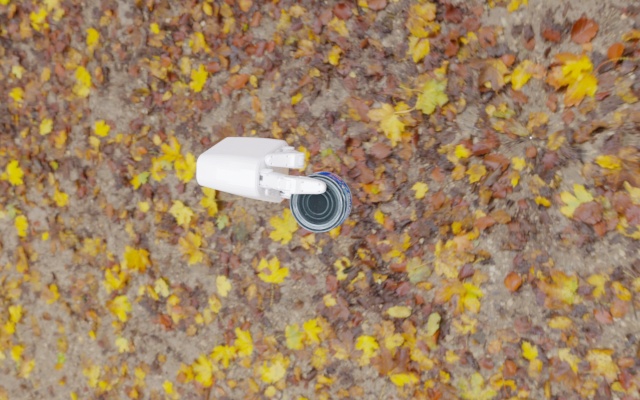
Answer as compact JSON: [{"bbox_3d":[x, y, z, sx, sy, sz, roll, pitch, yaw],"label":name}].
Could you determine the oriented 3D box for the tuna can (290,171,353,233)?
[{"bbox_3d":[0.000,0.002,0.683,0.086,0.086,0.033,0,8,18],"label":"tuna can"}]
